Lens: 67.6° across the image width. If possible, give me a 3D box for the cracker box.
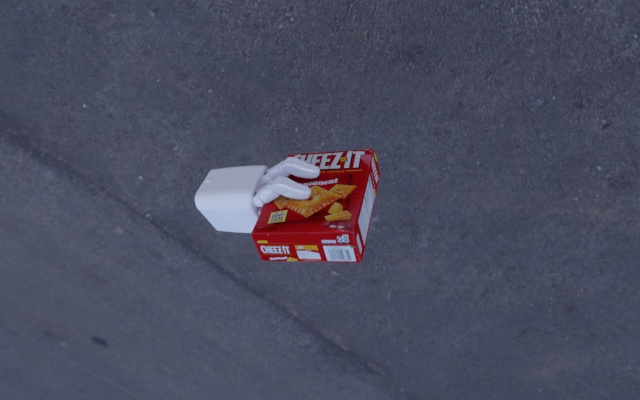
[{"bbox_3d":[0.000,0.003,0.786,0.164,0.072,0.213,-1,40,18],"label":"cracker box"}]
